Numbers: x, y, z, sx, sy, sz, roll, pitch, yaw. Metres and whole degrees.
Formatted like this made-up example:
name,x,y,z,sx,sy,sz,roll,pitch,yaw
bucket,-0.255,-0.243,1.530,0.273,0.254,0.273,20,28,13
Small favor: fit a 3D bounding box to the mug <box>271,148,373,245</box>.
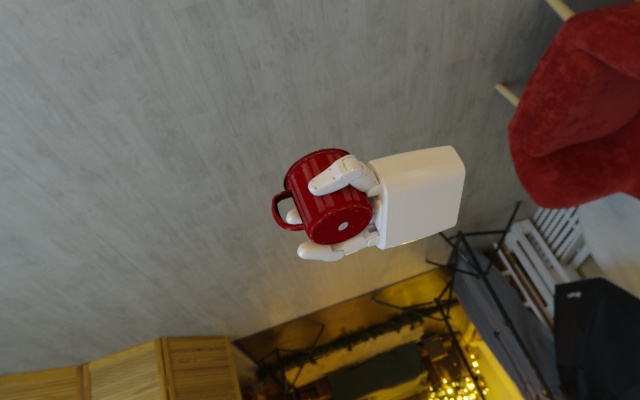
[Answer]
name,x,y,z,sx,sy,sz,roll,pitch,yaw
mug,-0.001,0.002,0.564,0.117,0.081,0.093,-15,-33,-12
